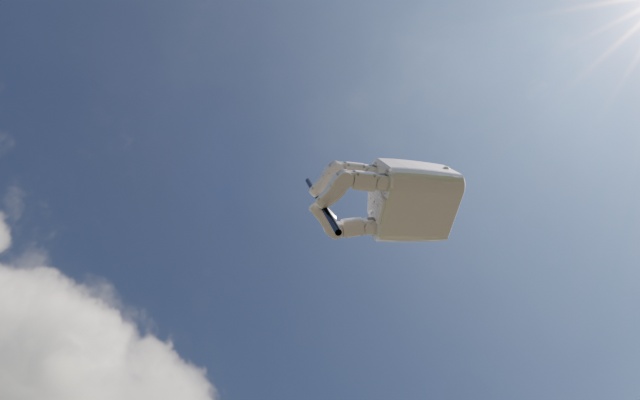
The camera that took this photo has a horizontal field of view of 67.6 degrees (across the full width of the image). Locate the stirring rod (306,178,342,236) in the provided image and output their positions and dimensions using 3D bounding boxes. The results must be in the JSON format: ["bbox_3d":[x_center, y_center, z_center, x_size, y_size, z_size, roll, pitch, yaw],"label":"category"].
[{"bbox_3d":[0.000,0.002,0.649,0.011,0.011,0.239,0,16,-10],"label":"stirring rod"}]
